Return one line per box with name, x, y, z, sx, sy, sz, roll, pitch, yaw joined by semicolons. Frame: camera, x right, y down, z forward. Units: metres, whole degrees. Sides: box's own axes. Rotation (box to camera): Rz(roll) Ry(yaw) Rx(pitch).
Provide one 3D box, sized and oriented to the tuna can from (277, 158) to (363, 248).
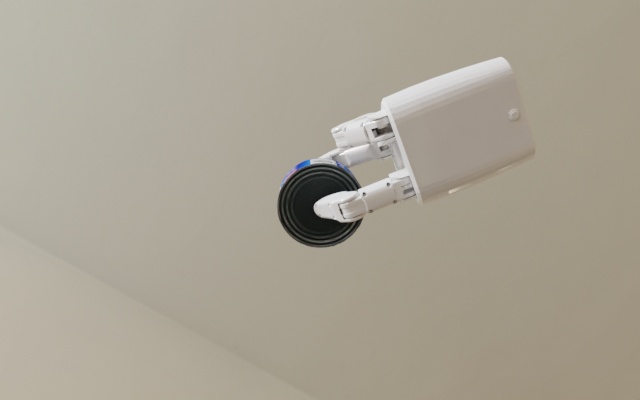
tuna can;0.000;0.001;0.477;0.086;0.086;0.033;0;16;-3
